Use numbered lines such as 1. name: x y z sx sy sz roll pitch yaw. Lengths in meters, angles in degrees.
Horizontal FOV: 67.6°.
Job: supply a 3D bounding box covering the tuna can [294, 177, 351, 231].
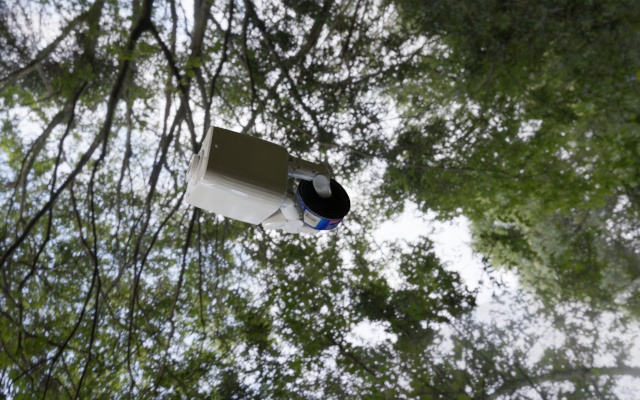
1. tuna can: 0.000 0.003 0.712 0.086 0.086 0.034 0 -37 -32
